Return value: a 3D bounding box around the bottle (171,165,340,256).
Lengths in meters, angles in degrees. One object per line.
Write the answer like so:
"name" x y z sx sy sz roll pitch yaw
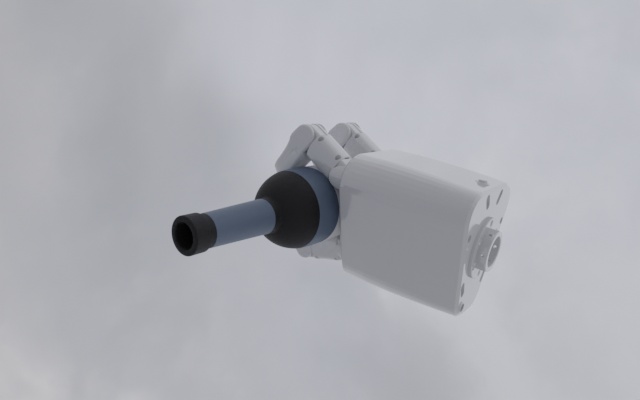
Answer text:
"bottle" 0.000 0.001 0.425 0.069 0.069 0.295 0 9 38
